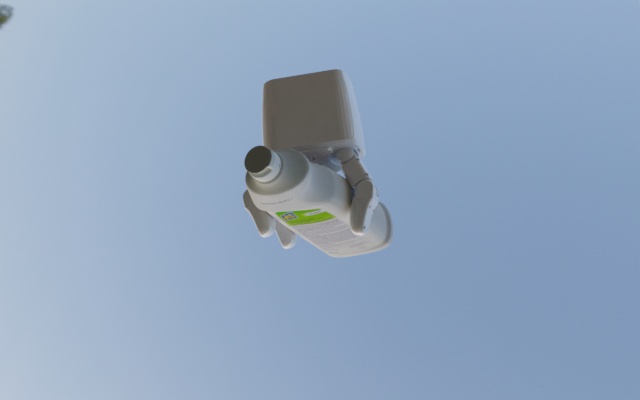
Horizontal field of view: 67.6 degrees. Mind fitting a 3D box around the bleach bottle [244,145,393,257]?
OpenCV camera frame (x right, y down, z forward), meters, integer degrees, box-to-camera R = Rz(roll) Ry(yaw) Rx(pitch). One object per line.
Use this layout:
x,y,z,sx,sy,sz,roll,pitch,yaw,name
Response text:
0.000,0.002,0.539,0.102,0.068,0.251,-15,-25,19,bleach bottle
